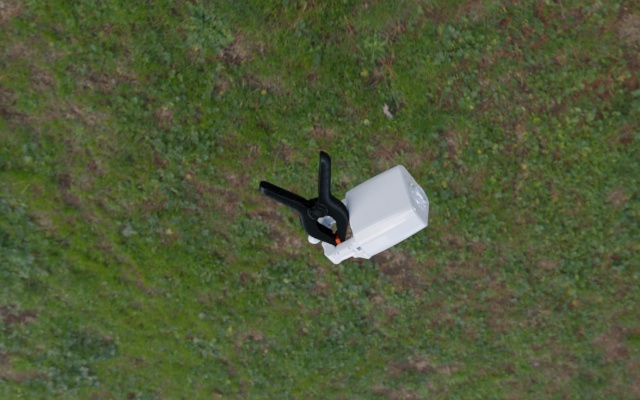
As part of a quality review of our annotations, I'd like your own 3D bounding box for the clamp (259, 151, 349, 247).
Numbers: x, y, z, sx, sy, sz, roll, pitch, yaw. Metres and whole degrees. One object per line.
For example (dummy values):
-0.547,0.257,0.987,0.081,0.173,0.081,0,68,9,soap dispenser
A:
0.000,0.003,0.752,0.120,0.171,0.039,-30,31,24,clamp
